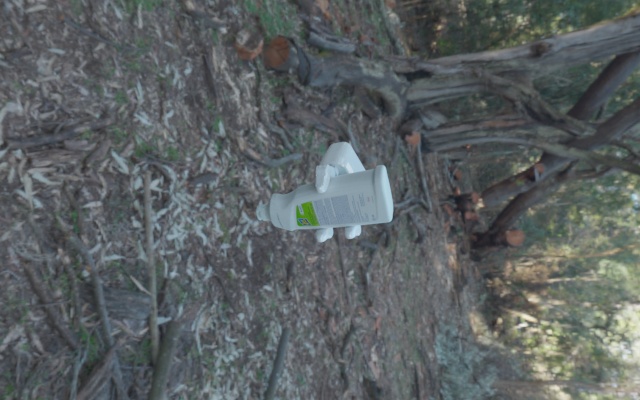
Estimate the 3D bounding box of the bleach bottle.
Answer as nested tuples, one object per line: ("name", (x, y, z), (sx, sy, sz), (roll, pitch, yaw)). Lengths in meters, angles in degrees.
("bleach bottle", (0.000, 0.003, 0.872), (0.251, 0.103, 0.068), (-7, 30, 17))
